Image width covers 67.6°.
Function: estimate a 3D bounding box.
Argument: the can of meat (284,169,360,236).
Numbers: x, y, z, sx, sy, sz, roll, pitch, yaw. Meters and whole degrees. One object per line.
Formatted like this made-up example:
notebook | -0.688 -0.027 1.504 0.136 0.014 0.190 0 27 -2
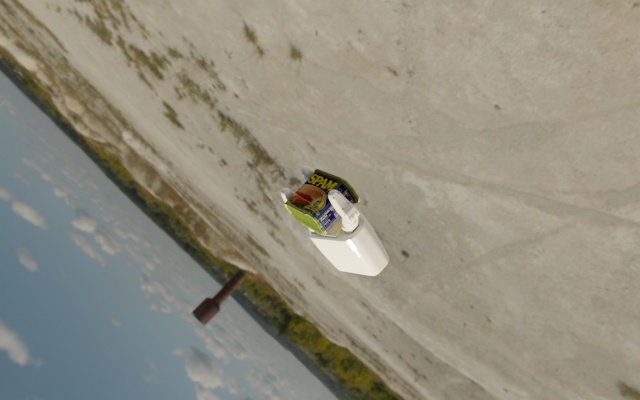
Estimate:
can of meat | 0.000 0.003 0.791 0.102 0.084 0.057 25 -24 51
